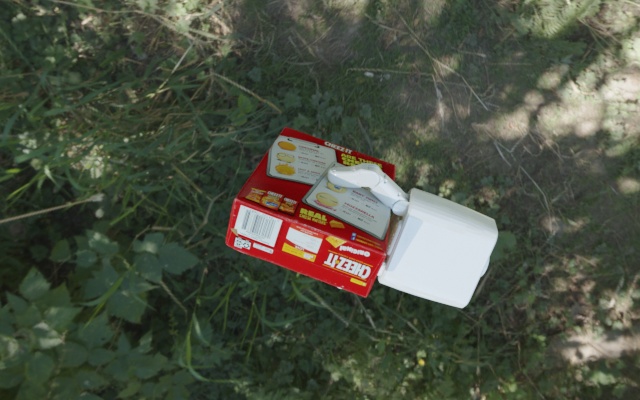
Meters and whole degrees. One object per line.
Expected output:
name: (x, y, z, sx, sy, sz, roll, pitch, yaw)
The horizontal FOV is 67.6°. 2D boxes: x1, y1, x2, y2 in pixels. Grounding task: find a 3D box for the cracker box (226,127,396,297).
cracker box: (0.000, 0.002, 0.578, 0.164, 0.072, 0.213, 20, 30, 0)
